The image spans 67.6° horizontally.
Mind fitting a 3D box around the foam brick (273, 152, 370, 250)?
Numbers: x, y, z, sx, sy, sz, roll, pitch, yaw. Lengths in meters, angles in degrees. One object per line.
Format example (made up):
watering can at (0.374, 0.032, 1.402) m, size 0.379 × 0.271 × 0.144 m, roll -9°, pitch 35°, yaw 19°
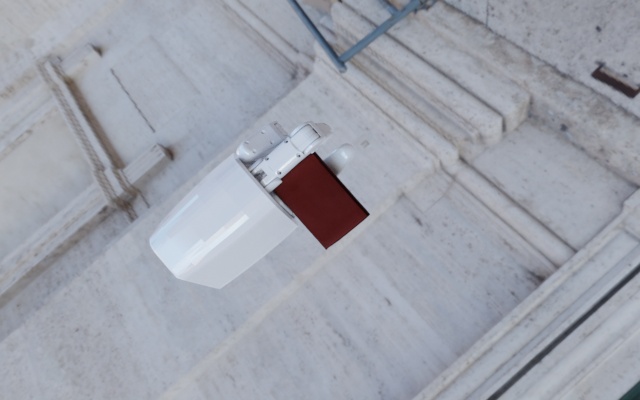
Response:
foam brick at (0.000, 0.002, 0.449) m, size 0.051 × 0.078 × 0.053 m, roll -41°, pitch -3°, yaw -2°
